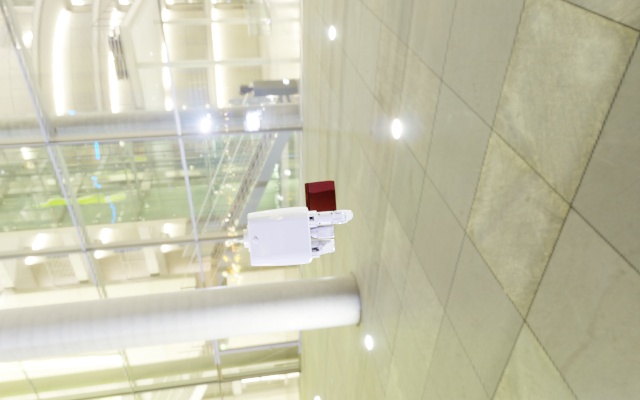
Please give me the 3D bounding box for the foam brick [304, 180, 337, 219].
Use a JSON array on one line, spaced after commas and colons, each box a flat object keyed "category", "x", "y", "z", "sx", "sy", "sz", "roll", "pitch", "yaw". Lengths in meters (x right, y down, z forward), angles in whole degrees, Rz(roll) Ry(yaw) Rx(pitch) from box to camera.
[{"category": "foam brick", "x": 0.000, "y": 0.003, "z": 0.877, "sx": 0.051, "sy": 0.078, "sz": 0.053, "roll": -4, "pitch": 2, "yaw": -6}]
